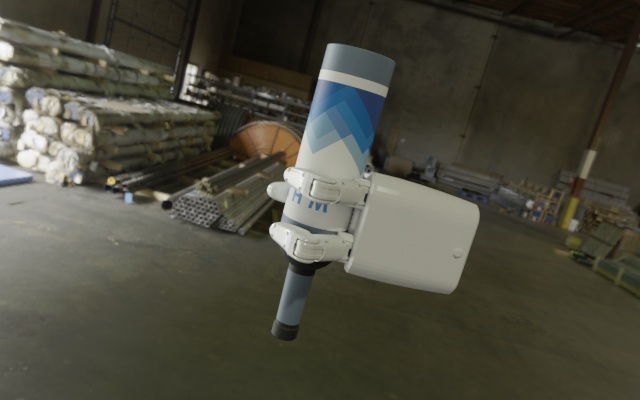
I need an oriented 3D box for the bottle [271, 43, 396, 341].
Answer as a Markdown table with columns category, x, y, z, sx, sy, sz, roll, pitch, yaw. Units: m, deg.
| category | x | y | z | sx | sy | sz | roll | pitch | yaw |
| --- | --- | --- | --- | --- | --- | --- | --- | --- | --- |
| bottle | 0.000 | 0.001 | 0.475 | 0.069 | 0.296 | 0.069 | 15 | 10 | -3 |
